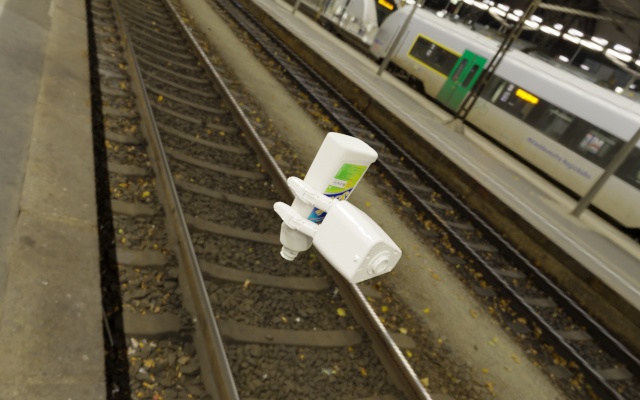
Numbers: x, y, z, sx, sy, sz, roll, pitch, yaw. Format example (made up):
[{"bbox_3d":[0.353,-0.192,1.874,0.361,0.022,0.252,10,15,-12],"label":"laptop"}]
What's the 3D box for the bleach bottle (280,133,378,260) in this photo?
[{"bbox_3d":[0.000,0.003,0.870,0.102,0.251,0.068,6,31,-46],"label":"bleach bottle"}]
